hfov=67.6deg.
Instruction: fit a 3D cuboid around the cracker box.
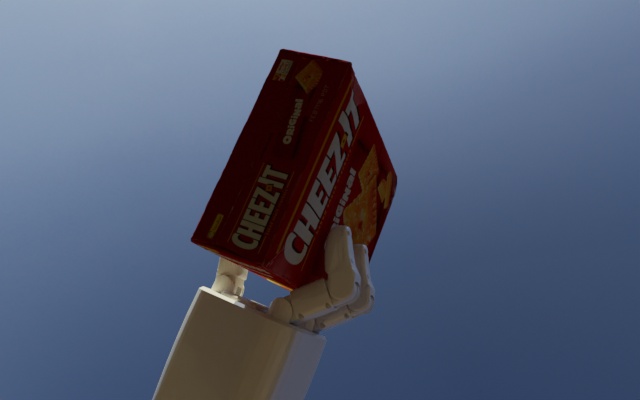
[{"bbox_3d":[0.000,0.001,0.427,0.072,0.164,0.214,16,-15,23],"label":"cracker box"}]
